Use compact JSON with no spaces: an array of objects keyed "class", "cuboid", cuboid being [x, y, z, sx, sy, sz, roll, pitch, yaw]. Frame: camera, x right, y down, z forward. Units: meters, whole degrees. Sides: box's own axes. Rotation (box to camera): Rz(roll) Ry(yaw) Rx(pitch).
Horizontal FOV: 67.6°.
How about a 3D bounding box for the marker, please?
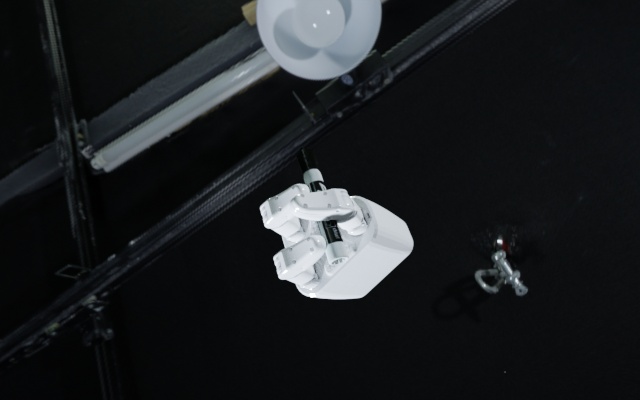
[{"class":"marker","cuboid":[0.000,0.001,0.446,0.020,0.121,0.020,-15,-25,-7]}]
